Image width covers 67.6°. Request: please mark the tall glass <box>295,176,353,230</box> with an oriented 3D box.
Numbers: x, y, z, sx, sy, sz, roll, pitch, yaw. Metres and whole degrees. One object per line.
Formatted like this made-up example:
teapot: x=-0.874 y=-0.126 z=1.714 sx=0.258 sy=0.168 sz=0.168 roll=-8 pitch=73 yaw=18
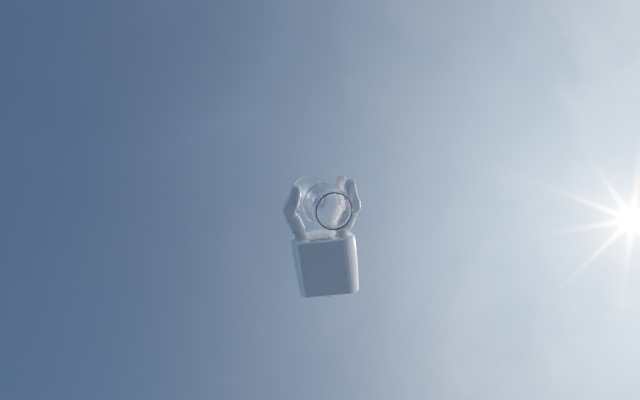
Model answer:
tall glass: x=0.000 y=0.003 z=0.858 sx=0.079 sy=0.079 sz=0.201 roll=0 pitch=8 yaw=-13
